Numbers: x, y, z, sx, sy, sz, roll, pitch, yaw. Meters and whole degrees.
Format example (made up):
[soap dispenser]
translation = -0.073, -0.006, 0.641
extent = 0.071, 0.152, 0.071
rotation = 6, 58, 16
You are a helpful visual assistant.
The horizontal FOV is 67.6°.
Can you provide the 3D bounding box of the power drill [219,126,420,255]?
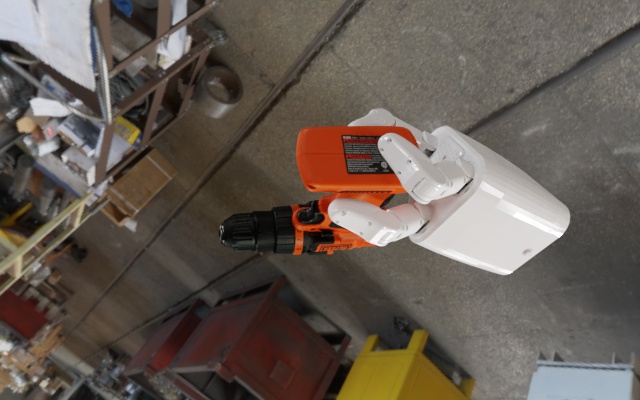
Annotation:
[power drill]
translation = 0.000, 0.001, 0.447
extent = 0.184, 0.057, 0.188
rotation = -4, -22, -15
